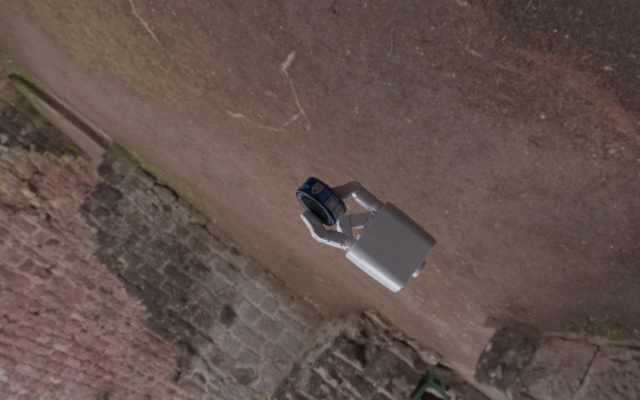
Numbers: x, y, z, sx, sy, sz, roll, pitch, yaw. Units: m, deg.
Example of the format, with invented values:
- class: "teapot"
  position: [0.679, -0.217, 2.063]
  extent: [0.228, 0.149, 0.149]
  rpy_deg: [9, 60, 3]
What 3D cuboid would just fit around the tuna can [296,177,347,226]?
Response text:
- class: "tuna can"
  position: [0.000, 0.003, 0.791]
  extent: [0.033, 0.086, 0.086]
  rpy_deg: [-47, 17, -17]
